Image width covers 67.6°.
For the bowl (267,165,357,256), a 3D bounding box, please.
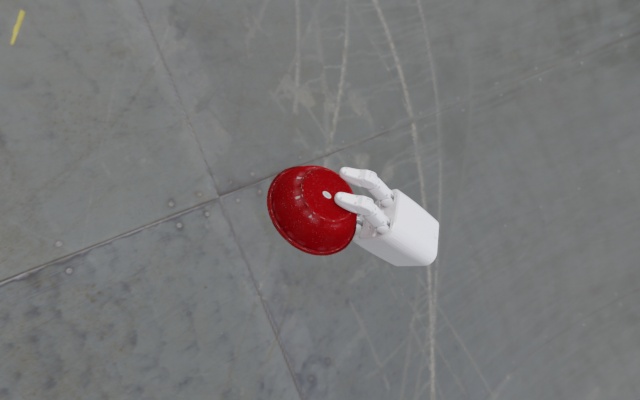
[{"bbox_3d":[-0.001,0.002,0.750,0.162,0.162,0.055,0,-27,-30],"label":"bowl"}]
